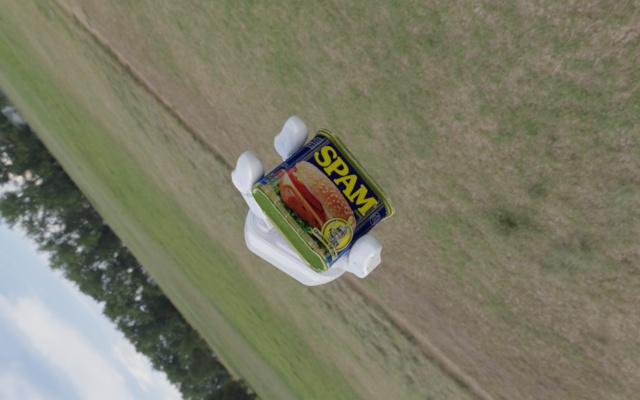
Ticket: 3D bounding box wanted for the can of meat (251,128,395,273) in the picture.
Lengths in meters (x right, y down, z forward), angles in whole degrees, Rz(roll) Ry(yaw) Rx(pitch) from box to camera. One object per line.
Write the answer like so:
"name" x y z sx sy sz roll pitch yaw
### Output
"can of meat" 0.000 0.002 0.427 0.084 0.102 0.057 -40 0 -19
